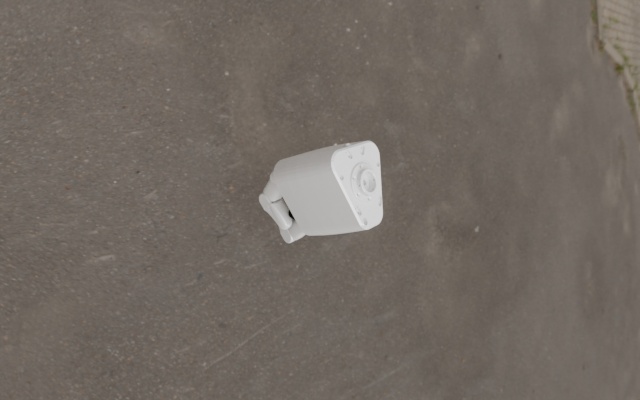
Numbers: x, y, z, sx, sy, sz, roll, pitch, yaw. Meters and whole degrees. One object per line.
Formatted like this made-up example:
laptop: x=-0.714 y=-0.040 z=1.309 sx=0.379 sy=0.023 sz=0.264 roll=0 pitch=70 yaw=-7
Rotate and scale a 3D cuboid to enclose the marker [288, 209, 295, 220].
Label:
marker: x=0.000 y=0.002 z=0.685 sx=0.020 sy=0.020 sz=0.121 roll=0 pitch=16 yaw=44
